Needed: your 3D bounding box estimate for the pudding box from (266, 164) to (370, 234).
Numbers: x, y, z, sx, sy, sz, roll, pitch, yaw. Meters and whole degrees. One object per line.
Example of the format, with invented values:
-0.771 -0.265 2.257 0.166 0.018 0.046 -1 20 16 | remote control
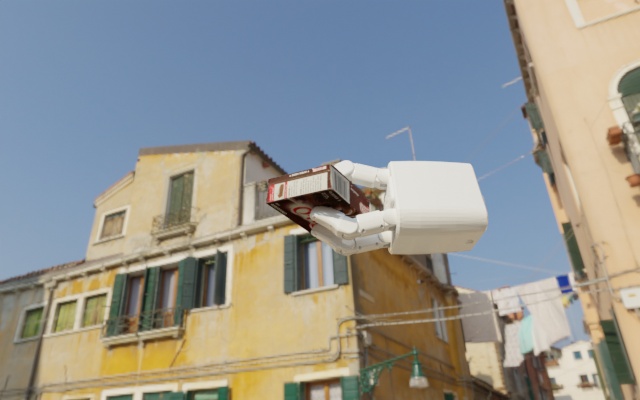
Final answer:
0.000 0.002 0.596 0.090 0.039 0.113 -13 -31 26 | pudding box
